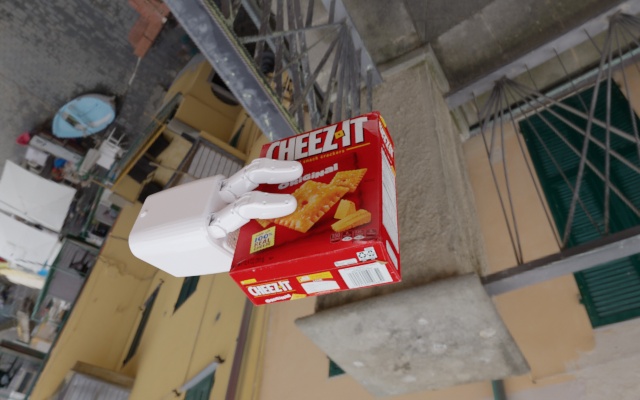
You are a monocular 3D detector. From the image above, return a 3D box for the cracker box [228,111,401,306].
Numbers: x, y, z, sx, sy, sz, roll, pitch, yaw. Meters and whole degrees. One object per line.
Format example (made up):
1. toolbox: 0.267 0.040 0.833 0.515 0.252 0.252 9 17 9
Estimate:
1. cracker box: 0.000 0.002 0.543 0.164 0.213 0.072 -13 -48 18
